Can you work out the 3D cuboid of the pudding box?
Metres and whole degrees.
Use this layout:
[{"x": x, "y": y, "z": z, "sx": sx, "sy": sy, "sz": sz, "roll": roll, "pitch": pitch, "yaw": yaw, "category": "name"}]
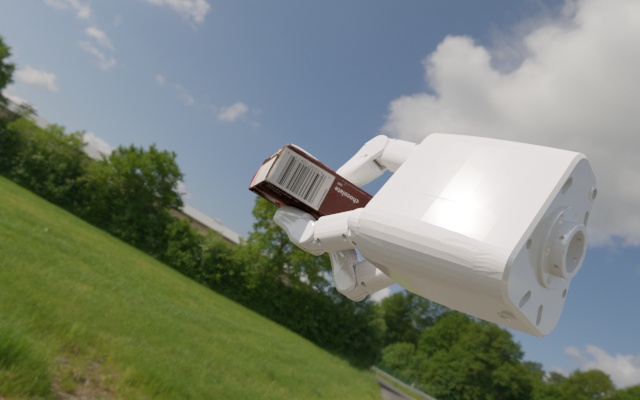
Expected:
[{"x": 0.000, "y": 0.001, "z": 0.408, "sx": 0.113, "sy": 0.039, "sz": 0.090, "roll": 33, "pitch": -13, "yaw": -12, "category": "pudding box"}]
